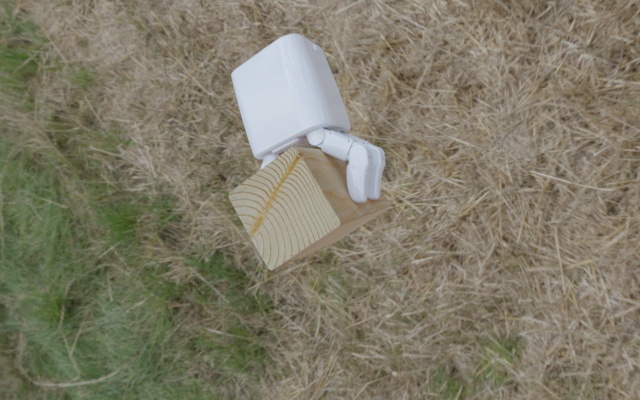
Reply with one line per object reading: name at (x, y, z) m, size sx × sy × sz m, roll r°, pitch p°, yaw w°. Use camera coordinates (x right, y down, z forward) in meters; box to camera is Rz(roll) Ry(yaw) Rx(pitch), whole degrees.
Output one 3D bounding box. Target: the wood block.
wood block at (0.000, 0.002, 0.548) m, size 0.091 × 0.090 × 0.206 m, roll -34°, pitch -8°, yaw 20°
